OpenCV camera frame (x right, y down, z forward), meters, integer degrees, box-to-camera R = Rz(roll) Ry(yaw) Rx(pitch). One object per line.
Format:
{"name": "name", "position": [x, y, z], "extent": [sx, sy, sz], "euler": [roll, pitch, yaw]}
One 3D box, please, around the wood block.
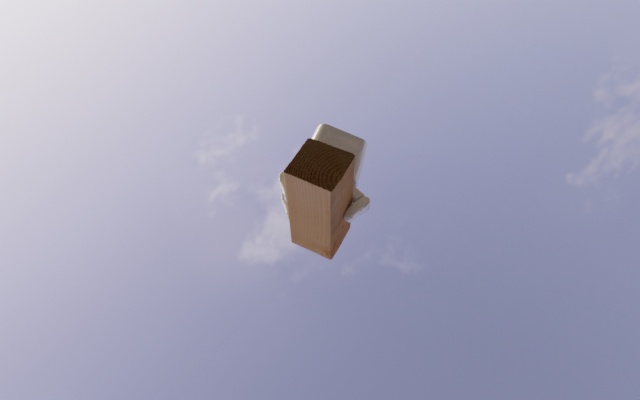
{"name": "wood block", "position": [0.001, 0.003, 0.848], "extent": [0.091, 0.090, 0.206], "euler": [22, -34, 17]}
